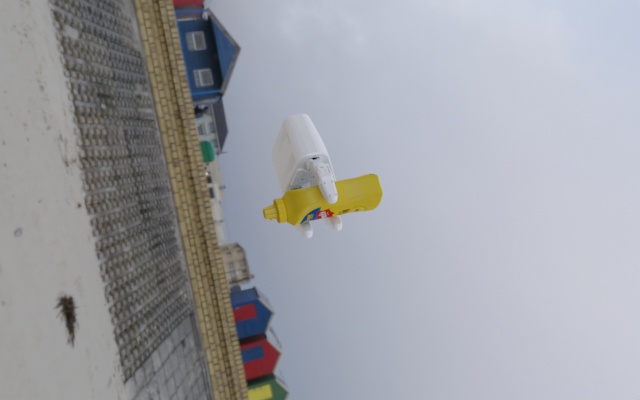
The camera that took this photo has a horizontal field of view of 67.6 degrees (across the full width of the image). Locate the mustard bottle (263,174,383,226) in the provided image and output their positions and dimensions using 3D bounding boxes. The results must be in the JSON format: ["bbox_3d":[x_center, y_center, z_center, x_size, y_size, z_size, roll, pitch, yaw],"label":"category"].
[{"bbox_3d":[0.000,0.003,0.786,0.191,0.058,0.096,-11,-12,-15],"label":"mustard bottle"}]
